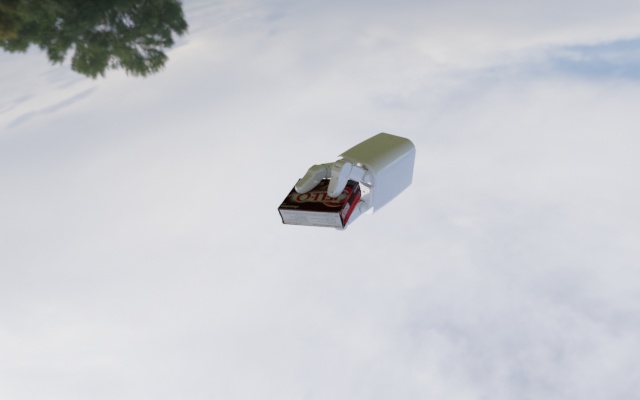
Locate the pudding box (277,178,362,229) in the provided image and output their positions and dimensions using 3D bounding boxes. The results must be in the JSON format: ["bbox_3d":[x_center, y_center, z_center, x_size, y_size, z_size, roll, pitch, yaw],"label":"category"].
[{"bbox_3d":[0.000,0.003,0.777,0.113,0.039,0.090,1,35,26],"label":"pudding box"}]
